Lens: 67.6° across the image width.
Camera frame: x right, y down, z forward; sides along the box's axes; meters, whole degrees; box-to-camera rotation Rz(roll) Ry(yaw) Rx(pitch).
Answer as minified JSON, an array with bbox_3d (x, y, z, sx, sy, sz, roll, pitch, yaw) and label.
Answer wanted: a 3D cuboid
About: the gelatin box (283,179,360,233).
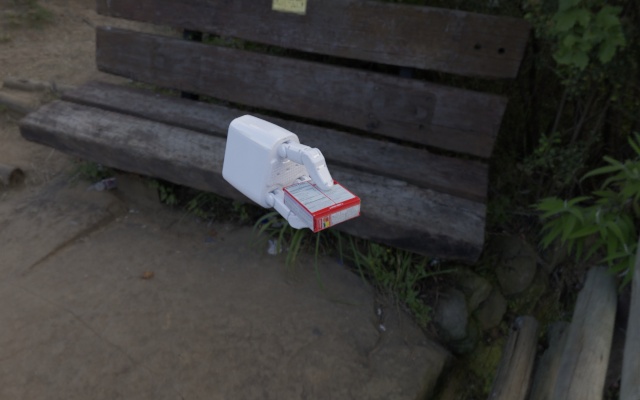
[{"bbox_3d":[0.000,0.002,0.654,0.073,0.030,0.089,-19,35,-26],"label":"gelatin box"}]
